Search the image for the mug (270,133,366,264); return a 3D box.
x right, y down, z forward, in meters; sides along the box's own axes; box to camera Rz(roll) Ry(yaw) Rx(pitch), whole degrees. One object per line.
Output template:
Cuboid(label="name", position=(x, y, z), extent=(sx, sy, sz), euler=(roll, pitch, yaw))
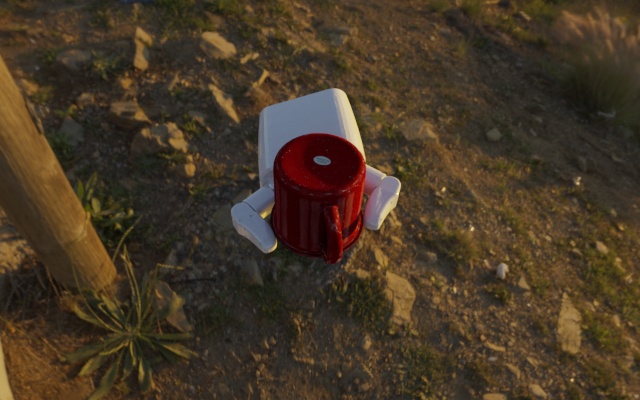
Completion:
Cuboid(label="mug", position=(0.000, 0.002, 0.433), extent=(0.093, 0.117, 0.082), euler=(-6, -40, -7))
